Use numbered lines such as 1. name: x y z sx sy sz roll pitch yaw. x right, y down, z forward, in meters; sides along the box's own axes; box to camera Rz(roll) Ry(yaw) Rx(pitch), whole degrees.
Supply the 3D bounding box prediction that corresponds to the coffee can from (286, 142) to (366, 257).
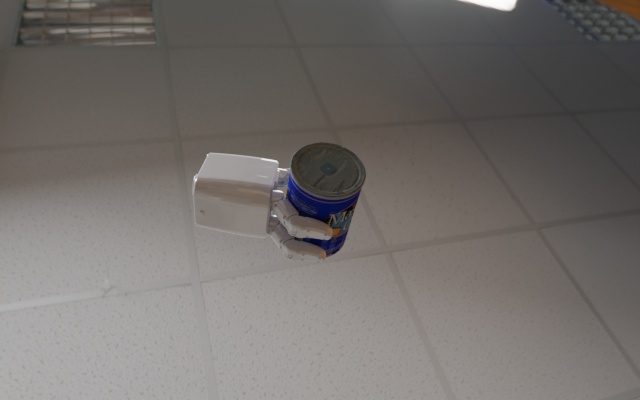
1. coffee can: 0.000 0.002 0.688 0.103 0.102 0.140 0 -41 -12
